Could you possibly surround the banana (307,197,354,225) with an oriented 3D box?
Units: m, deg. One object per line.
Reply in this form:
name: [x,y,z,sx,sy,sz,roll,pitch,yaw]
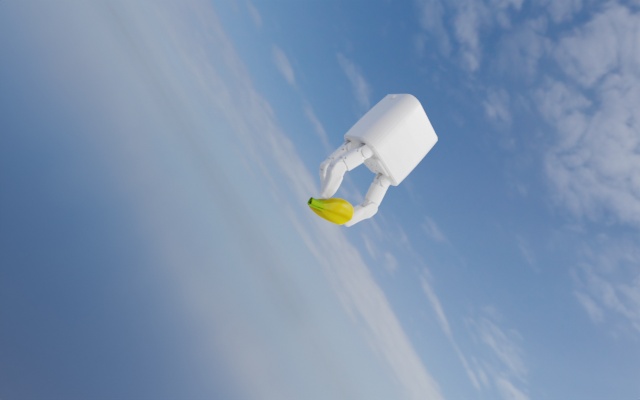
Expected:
banana: [0.016,0.012,0.740,0.069,0.037,0.198,30,-4,0]
